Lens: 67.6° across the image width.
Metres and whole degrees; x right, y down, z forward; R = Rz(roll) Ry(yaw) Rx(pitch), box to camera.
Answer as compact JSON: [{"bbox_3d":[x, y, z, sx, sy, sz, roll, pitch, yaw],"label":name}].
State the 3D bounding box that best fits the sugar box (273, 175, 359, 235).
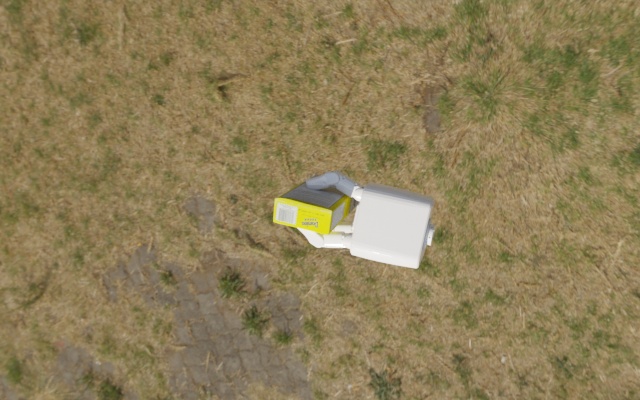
[{"bbox_3d":[0.000,0.003,0.784,0.093,0.048,0.176,14,16,16],"label":"sugar box"}]
